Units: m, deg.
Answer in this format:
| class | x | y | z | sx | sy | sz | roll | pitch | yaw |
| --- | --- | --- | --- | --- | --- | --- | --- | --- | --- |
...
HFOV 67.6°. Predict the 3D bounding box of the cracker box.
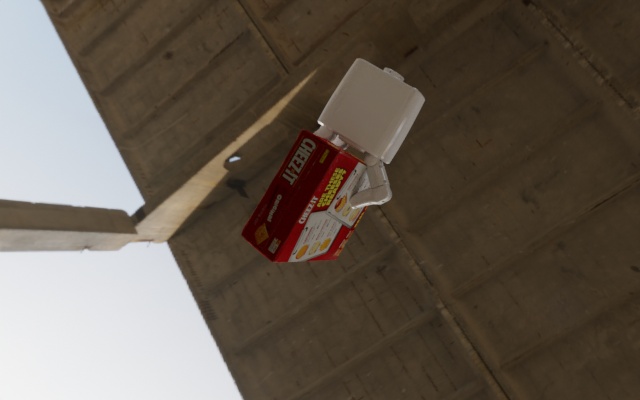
| class | x | y | z | sx | sy | sz | roll | pitch | yaw |
| --- | --- | --- | --- | --- | --- | --- | --- | --- | --- |
| cracker box | 0.000 | 0.002 | 0.690 | 0.072 | 0.164 | 0.214 | 34 | 8 | 23 |
